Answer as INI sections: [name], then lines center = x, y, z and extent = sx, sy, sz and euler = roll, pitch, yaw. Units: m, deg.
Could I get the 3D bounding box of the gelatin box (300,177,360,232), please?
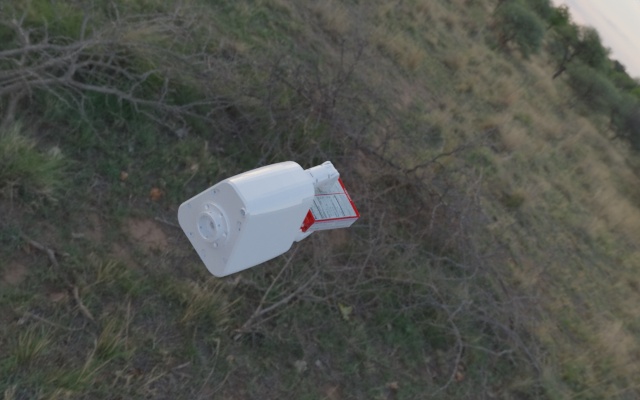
[gelatin box]
center = 0.001, 0.002, 0.634
extent = 0.089, 0.073, 0.030
euler = -5, -31, -43
